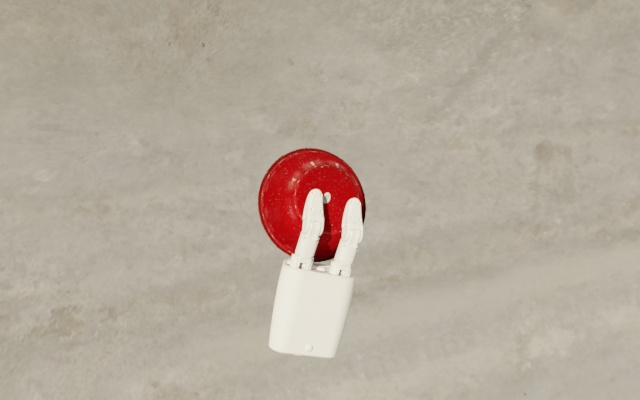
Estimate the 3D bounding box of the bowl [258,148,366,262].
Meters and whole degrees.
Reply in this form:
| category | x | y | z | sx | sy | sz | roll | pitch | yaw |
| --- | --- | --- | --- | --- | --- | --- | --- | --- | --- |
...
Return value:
| category | x | y | z | sx | sy | sz | roll | pitch | yaw |
| --- | --- | --- | --- | --- | --- | --- | --- | --- | --- |
| bowl | 0.000 | 0.001 | 0.647 | 0.162 | 0.162 | 0.055 | 0 | -8 | -21 |
